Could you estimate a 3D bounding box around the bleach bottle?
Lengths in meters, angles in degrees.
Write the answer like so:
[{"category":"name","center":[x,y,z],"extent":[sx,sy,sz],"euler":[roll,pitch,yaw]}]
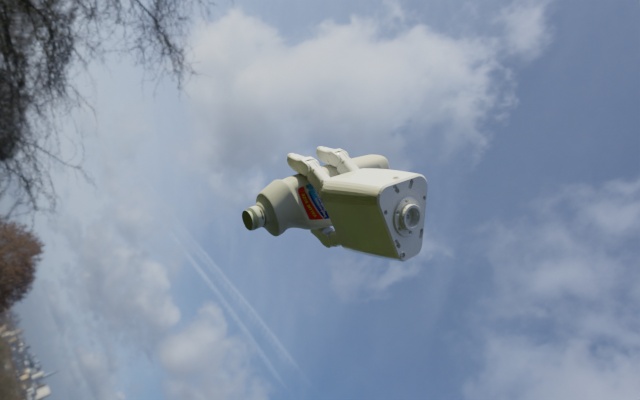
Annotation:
[{"category":"bleach bottle","center":[0.000,0.002,0.713],"extent":[0.251,0.102,0.068],"euler":[-19,17,-35]}]
